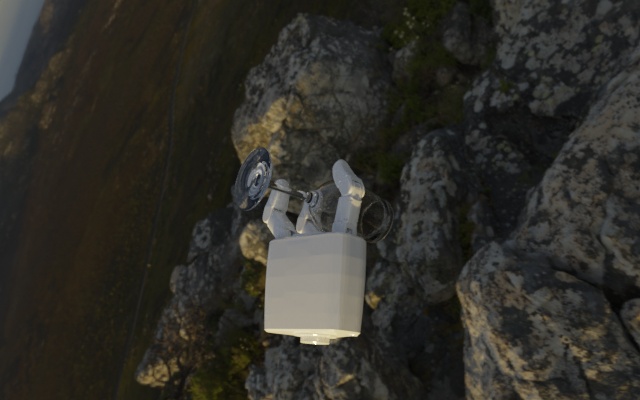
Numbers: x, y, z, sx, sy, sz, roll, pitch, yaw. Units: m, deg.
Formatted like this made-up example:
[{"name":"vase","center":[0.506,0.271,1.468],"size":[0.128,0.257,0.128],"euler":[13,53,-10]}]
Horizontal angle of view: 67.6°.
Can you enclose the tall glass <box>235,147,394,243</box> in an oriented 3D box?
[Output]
[{"name":"tall glass","center":[0.000,0.002,0.590],"size":[0.201,0.079,0.079],"euler":[19,-11,-36]}]
